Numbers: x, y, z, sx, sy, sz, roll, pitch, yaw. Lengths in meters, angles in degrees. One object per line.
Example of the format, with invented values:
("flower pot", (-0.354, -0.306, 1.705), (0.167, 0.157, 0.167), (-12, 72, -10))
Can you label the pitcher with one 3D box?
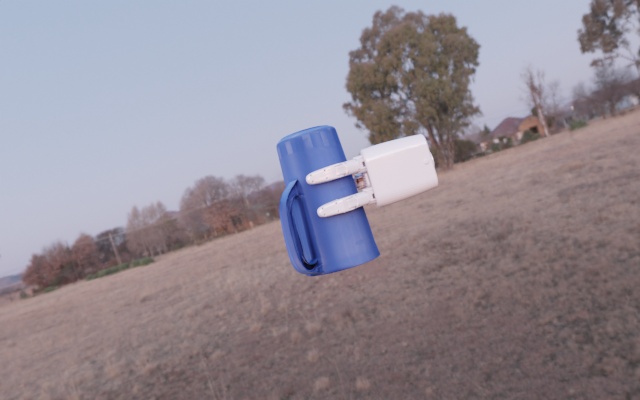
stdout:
("pitcher", (0.000, 0.003, 0.813), (0.145, 0.243, 0.149), (-17, 0, 0))
